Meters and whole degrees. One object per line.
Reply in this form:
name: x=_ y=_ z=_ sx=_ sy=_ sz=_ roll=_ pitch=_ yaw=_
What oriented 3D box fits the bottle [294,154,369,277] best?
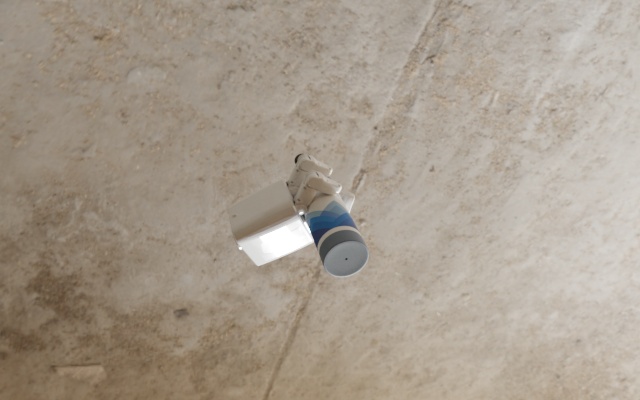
bottle: x=0.000 y=0.003 z=0.780 sx=0.069 sy=0.069 sz=0.295 roll=0 pitch=33 yaw=-17
